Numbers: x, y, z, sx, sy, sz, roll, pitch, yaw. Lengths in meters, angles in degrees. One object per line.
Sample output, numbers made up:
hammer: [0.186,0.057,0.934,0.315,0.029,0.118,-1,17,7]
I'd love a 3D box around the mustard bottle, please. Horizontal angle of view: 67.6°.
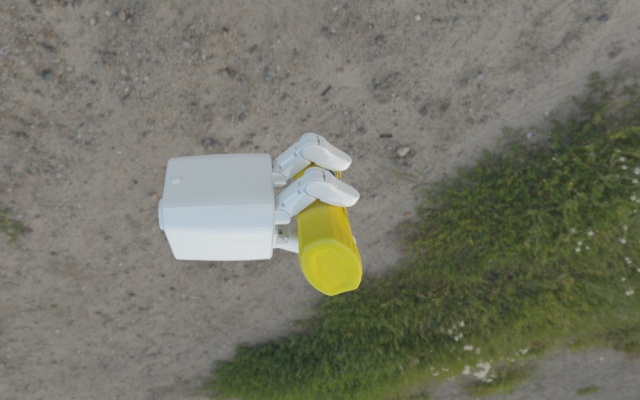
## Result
mustard bottle: [0.000,0.002,0.530,0.058,0.191,0.096,-18,-44,9]
